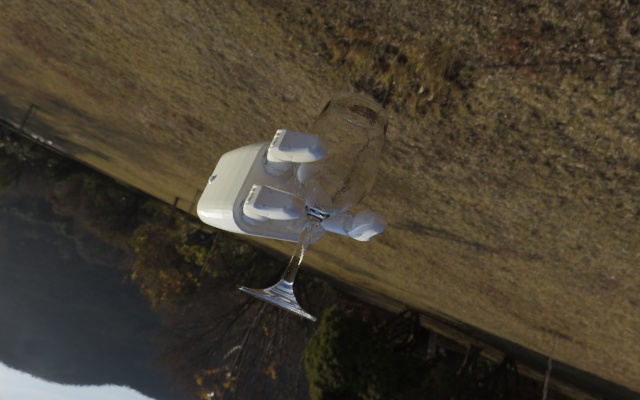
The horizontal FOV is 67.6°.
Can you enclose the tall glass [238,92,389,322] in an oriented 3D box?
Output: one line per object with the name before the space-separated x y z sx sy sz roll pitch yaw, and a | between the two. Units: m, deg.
tall glass | 0.000 0.002 0.436 0.079 0.201 0.079 22 -15 6
